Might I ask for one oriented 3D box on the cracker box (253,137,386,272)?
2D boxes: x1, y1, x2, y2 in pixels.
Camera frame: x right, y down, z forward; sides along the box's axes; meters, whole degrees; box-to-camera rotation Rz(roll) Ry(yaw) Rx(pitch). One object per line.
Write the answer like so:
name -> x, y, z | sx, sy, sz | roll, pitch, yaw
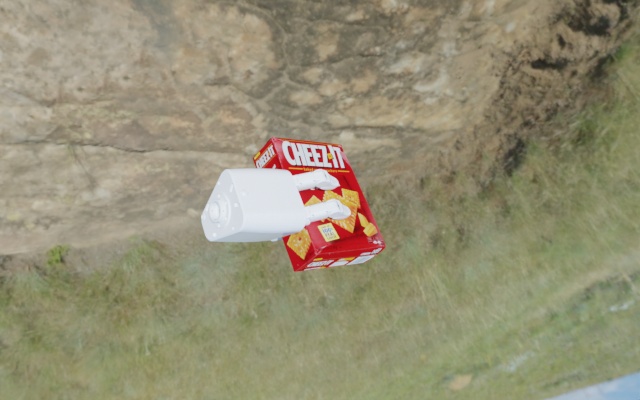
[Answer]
cracker box -> 0.000, 0.003, 0.795 | 0.164, 0.213, 0.072 | 0, -31, -43
